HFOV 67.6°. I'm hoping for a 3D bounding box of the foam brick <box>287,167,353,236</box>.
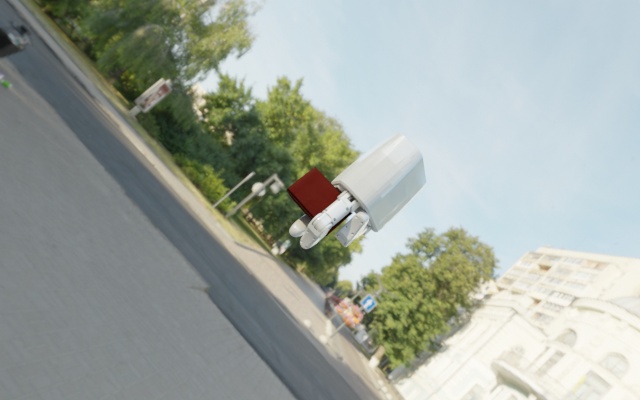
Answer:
[{"bbox_3d":[0.000,0.002,0.660,0.051,0.078,0.053,-42,-12,-5],"label":"foam brick"}]
